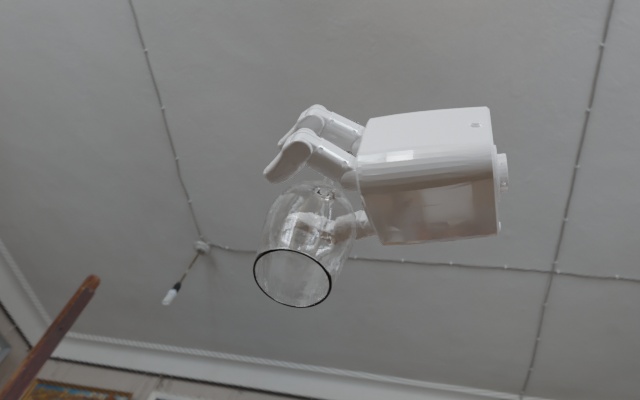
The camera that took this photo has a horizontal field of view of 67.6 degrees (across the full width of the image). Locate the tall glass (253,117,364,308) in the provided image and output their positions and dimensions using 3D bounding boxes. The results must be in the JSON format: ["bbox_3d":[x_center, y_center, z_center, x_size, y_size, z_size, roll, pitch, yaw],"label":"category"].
[{"bbox_3d":[0.000,0.001,0.435,0.079,0.079,0.201,0,36,16],"label":"tall glass"}]
